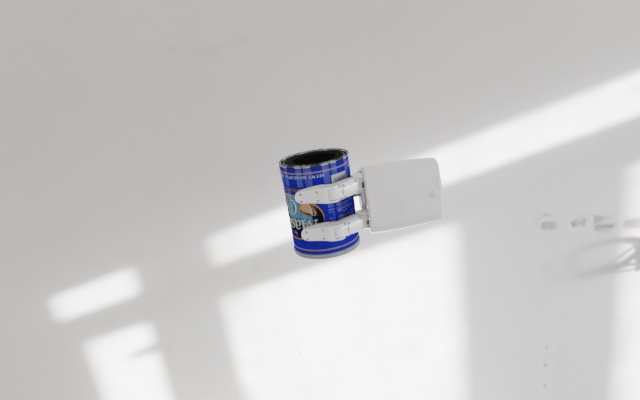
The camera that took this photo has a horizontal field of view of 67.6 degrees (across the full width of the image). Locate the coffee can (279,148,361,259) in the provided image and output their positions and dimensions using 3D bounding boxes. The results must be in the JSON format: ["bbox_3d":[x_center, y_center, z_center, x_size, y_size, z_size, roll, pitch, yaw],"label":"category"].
[{"bbox_3d":[0.000,0.002,0.711,0.103,0.140,0.102,-8,17,3],"label":"coffee can"}]
